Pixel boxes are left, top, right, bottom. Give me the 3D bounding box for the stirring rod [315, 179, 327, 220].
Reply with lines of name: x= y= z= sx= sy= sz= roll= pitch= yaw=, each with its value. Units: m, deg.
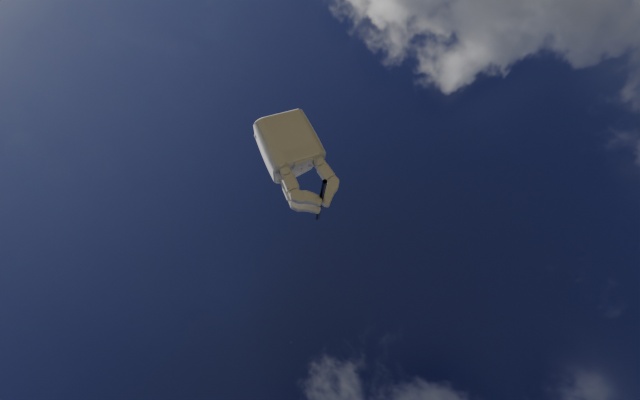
stirring rod: x=0.000 y=0.003 z=0.898 sx=0.011 sy=0.011 sz=0.240 roll=0 pitch=-17 yaw=-4
